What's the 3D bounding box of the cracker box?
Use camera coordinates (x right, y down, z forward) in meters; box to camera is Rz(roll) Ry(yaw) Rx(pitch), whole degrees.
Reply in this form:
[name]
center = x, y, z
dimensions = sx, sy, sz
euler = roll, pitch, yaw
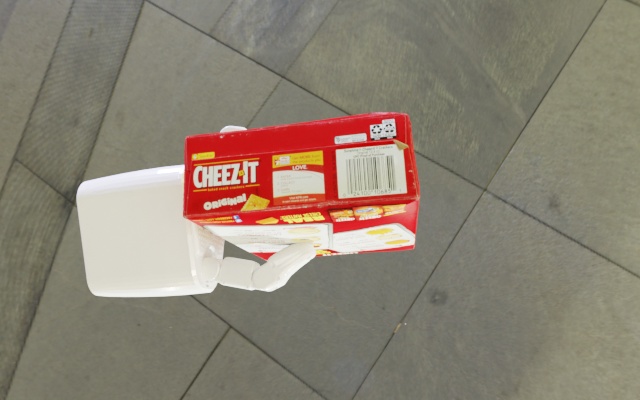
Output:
[cracker box]
center = 0.000, 0.002, 0.424
dimensions = 0.164, 0.072, 0.214
euler = -5, -15, 9
